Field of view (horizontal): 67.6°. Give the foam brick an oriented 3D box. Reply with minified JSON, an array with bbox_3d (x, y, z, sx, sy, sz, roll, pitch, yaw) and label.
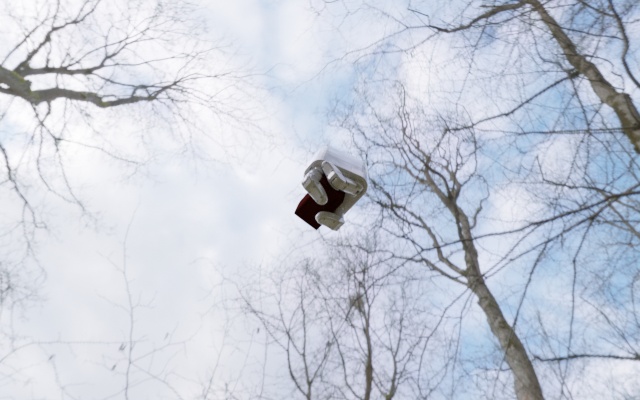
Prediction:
[{"bbox_3d":[0.000,0.003,0.847,0.053,0.078,0.051,39,22,-9],"label":"foam brick"}]
